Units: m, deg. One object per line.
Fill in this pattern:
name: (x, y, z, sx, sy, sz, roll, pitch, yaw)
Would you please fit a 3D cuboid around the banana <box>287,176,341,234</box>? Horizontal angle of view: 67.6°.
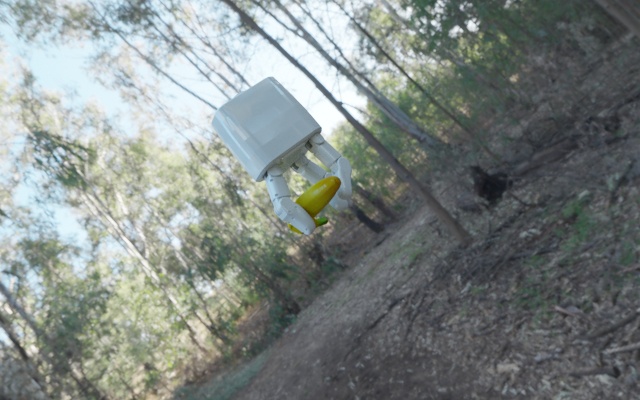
banana: (-0.015, 0.013, 0.678, 0.069, 0.037, 0.198, -34, -10, -14)
